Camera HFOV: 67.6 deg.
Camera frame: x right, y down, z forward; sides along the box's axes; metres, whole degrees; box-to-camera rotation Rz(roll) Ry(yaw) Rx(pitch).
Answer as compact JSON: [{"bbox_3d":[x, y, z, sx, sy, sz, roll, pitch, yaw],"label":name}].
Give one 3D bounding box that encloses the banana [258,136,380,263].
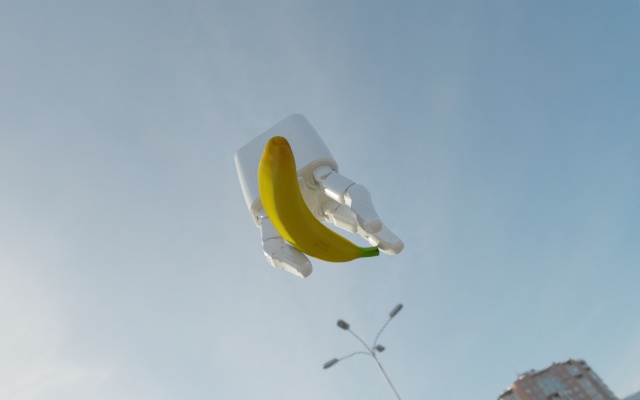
[{"bbox_3d":[-0.014,0.013,0.466,0.069,0.037,0.198,-33,-45,10],"label":"banana"}]
